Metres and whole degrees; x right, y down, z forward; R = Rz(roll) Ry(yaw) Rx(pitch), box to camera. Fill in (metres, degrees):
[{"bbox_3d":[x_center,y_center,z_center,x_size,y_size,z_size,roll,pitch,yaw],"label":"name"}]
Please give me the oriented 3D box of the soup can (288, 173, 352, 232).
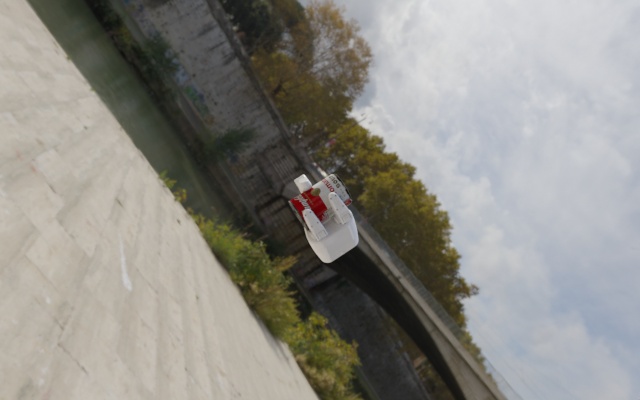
[{"bbox_3d":[0.000,0.002,0.898,0.102,0.068,0.068,-33,4,-6],"label":"soup can"}]
